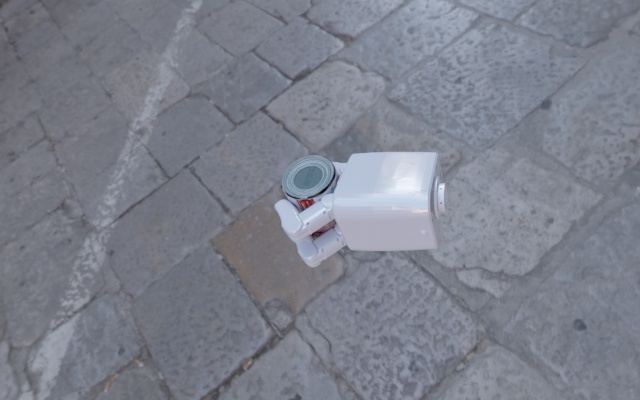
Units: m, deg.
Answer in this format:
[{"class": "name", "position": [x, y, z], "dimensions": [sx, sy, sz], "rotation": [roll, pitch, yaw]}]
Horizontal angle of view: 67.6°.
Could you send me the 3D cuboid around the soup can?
[{"class": "soup can", "position": [0.000, 0.002, 0.591], "dimensions": [0.068, 0.068, 0.102], "rotation": [0, -37, 22]}]
